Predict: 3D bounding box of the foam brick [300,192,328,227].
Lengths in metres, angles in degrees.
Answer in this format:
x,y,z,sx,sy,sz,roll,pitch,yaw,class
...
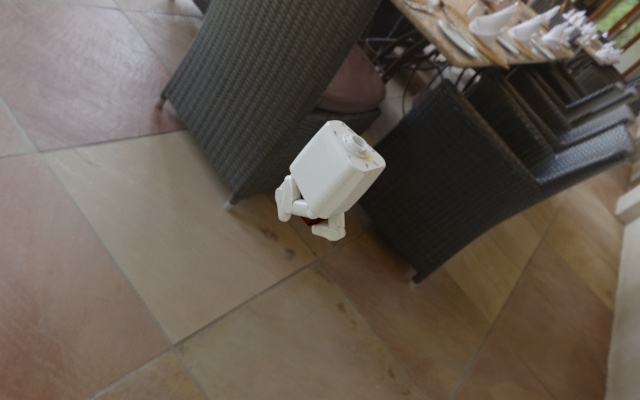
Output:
x,y,z,sx,sy,sz,roll,pitch,yaw,class
0.000,0.003,0.823,0.078,0.053,0.051,-19,-26,-53,foam brick
